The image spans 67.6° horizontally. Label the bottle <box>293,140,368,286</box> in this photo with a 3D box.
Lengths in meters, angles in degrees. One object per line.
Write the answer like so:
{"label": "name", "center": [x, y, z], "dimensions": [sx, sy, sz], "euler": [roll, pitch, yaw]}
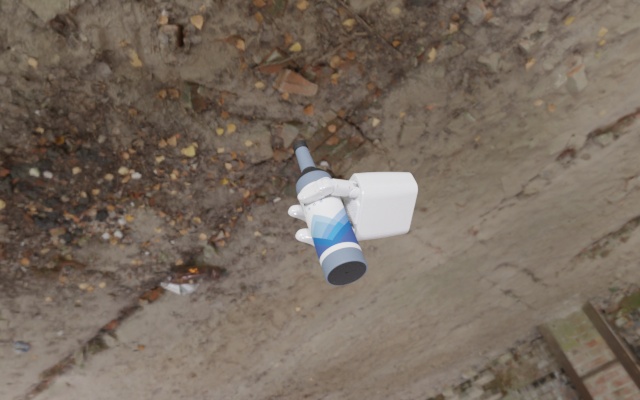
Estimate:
{"label": "bottle", "center": [0.000, 0.003, 0.808], "dimensions": [0.069, 0.295, 0.069], "euler": [-12, -40, -10]}
